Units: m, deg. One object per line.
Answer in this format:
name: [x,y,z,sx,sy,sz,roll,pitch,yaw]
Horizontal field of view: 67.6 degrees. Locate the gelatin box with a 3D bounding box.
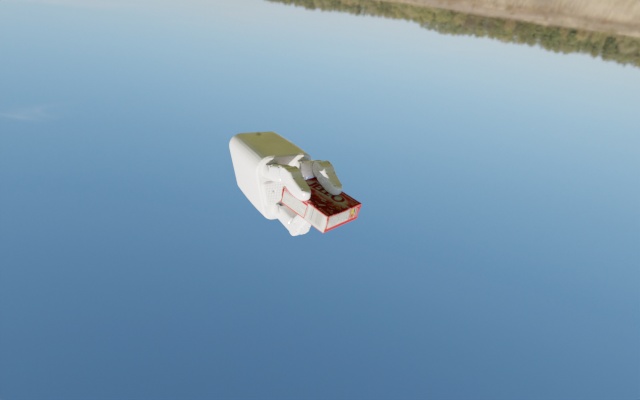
gelatin box: [0.000,0.003,0.670,0.089,0.030,0.073,35,35,31]
